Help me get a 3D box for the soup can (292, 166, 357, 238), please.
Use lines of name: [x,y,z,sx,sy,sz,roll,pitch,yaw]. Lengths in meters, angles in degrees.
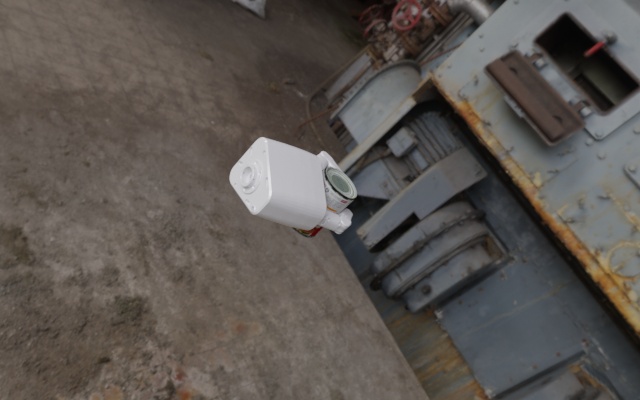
soup can: [0.001,0.003,0.759,0.102,0.068,0.068,-44,-24,27]
